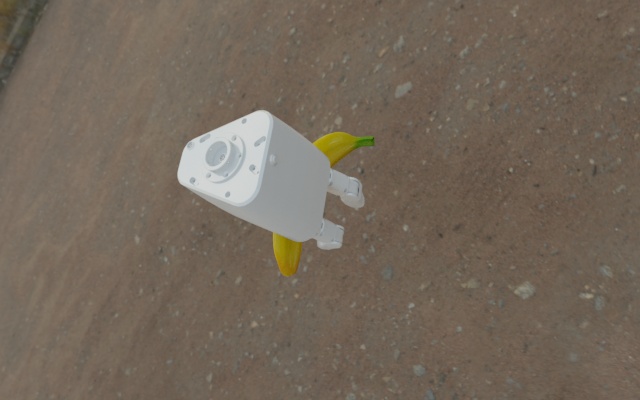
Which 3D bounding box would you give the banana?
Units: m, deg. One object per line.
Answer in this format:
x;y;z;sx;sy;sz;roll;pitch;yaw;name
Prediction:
-0.013;-0.009;0.569;0.069;0.198;0.037;28;-8;25;banana
